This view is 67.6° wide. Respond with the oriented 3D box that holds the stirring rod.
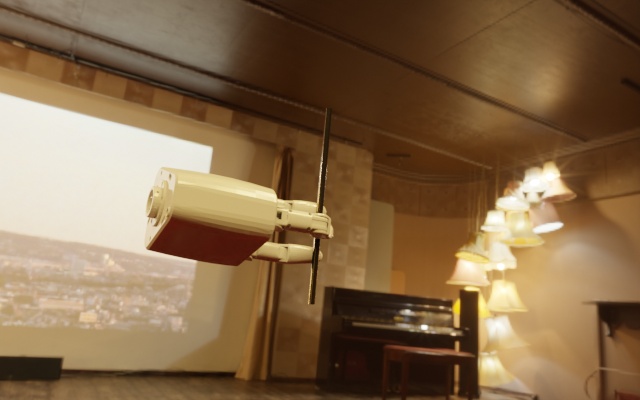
[{"bbox_3d":[0.000,0.002,0.571,0.011,0.239,0.011,5,-13,1],"label":"stirring rod"}]
